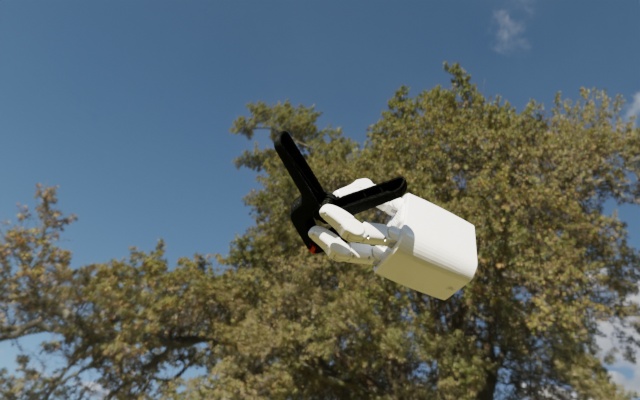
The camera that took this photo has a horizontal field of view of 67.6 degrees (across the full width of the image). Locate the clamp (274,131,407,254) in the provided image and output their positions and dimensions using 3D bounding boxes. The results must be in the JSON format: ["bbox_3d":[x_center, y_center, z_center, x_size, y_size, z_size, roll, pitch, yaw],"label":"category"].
[{"bbox_3d":[0.000,0.002,0.627,0.164,0.036,0.210,27,-37,0],"label":"clamp"}]
